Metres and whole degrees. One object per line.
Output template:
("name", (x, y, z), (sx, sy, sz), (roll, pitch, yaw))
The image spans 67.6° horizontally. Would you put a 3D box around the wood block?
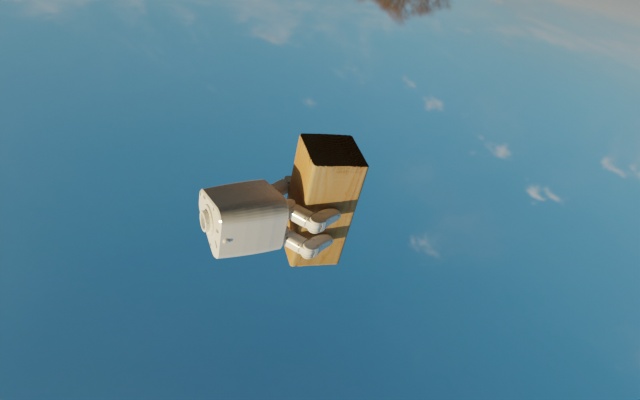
("wood block", (0.000, 0.002, 0.780), (0.090, 0.206, 0.090), (-1, 40, -19))
